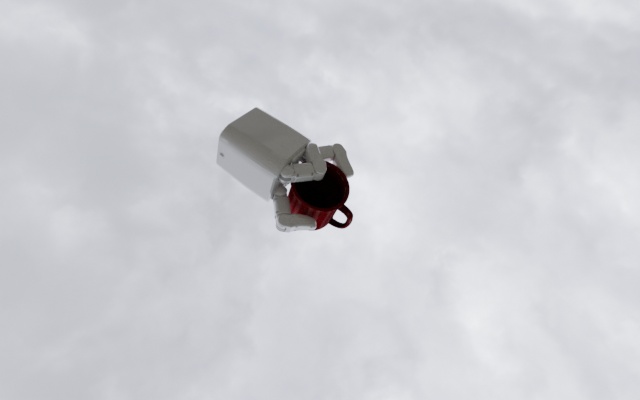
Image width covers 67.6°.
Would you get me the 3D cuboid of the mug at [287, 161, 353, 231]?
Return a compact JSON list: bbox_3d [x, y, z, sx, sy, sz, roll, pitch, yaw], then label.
[{"bbox_3d":[0.001,0.003,0.753,0.117,0.093,0.081,35,-34,5],"label":"mug"}]
